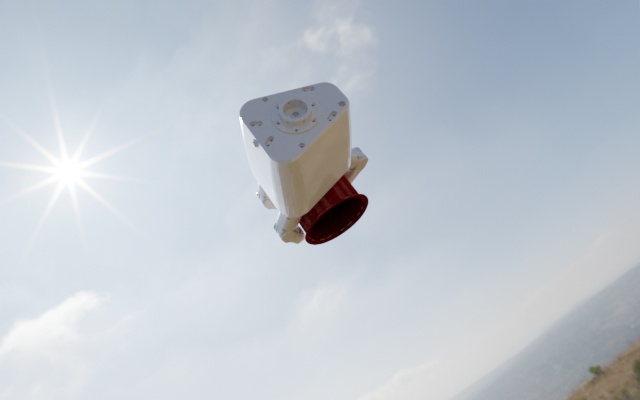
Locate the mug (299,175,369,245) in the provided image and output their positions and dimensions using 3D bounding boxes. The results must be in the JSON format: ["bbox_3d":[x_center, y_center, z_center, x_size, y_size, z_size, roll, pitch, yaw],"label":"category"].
[{"bbox_3d":[0.000,0.003,0.615,0.093,0.081,0.117,-29,-27,-15],"label":"mug"}]
